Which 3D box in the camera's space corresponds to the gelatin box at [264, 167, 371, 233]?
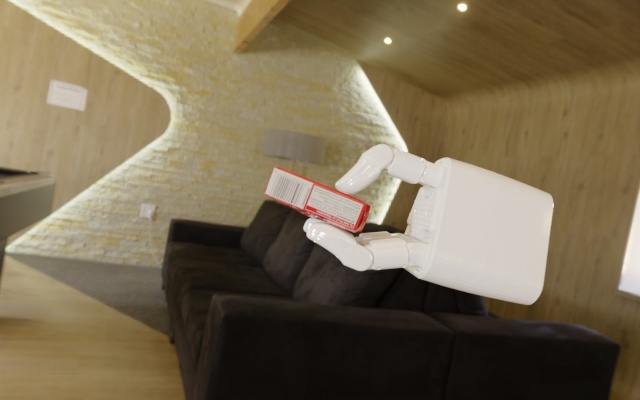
[{"bbox_3d":[0.000,0.001,0.437,0.089,0.030,0.073,22,0,8],"label":"gelatin box"}]
